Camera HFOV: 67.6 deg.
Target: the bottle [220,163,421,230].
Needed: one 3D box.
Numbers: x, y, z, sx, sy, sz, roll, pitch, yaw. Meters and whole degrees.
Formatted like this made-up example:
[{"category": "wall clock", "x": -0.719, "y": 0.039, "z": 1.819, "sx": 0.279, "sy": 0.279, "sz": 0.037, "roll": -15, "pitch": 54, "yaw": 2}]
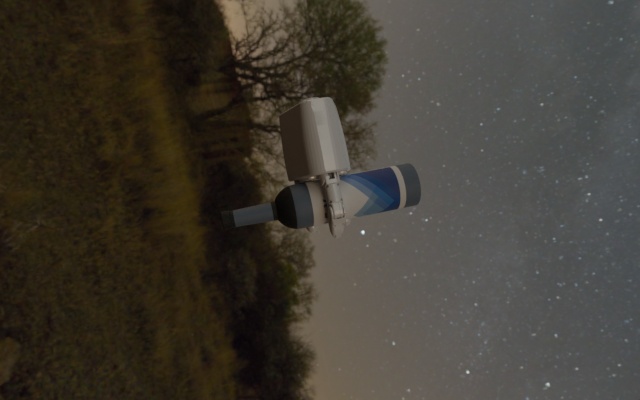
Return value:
[{"category": "bottle", "x": 0.000, "y": 0.002, "z": 0.714, "sx": 0.295, "sy": 0.069, "sz": 0.069, "roll": -11, "pitch": 2, "yaw": -10}]
